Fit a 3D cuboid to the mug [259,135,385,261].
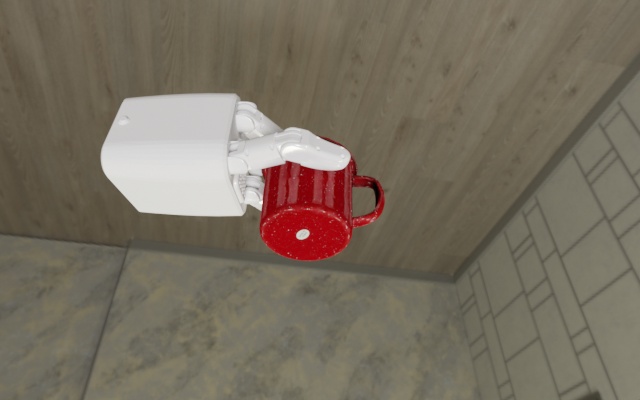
[{"bbox_3d":[0.002,0.002,0.437,0.117,0.081,0.093,1,-40,2],"label":"mug"}]
